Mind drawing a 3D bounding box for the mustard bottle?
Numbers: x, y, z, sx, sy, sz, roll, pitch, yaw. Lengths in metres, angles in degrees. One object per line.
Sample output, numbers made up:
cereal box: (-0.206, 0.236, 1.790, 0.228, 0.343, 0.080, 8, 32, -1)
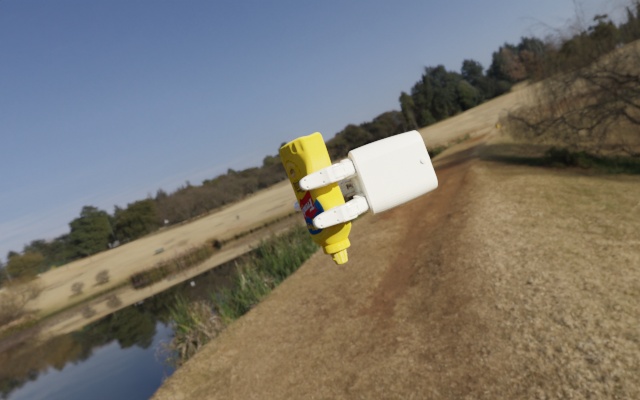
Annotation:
mustard bottle: (0.000, 0.002, 0.705, 0.058, 0.191, 0.096, -21, 2, -26)
